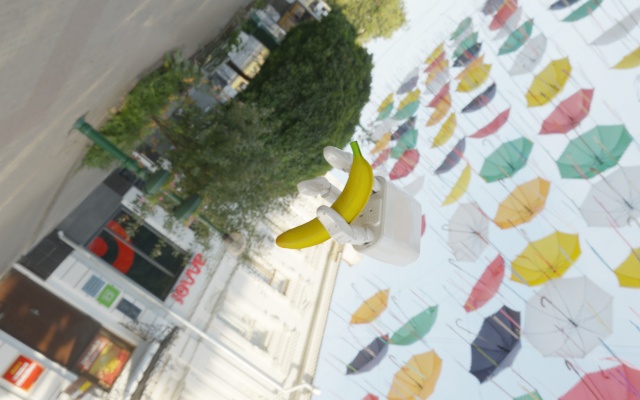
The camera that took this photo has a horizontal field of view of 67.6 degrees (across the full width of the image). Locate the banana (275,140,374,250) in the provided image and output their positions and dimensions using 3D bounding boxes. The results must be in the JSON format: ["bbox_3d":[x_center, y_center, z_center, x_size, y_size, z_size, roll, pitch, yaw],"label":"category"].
[{"bbox_3d":[0.014,0.013,0.664,0.069,0.198,0.037,46,22,18],"label":"banana"}]
